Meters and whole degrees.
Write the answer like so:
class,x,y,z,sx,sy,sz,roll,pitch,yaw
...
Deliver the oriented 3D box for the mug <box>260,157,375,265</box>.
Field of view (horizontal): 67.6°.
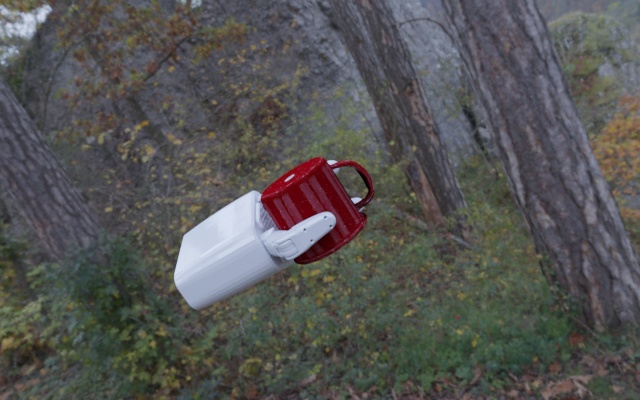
class,x,y,z,sx,sy,sz,roll,pitch,yaw
mug,0.001,0.001,0.504,0.117,0.081,0.093,-31,13,8
